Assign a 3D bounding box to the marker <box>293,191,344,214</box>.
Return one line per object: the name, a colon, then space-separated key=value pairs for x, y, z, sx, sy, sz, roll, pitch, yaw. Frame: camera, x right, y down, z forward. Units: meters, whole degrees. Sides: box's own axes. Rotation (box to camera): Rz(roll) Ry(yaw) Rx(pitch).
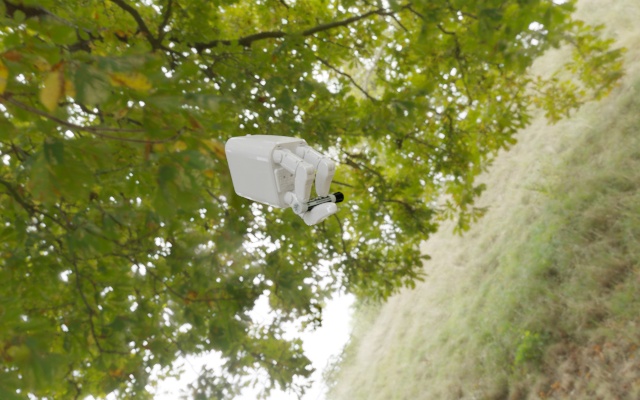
marker: x=0.000 y=0.003 z=0.772 sx=0.020 sy=0.020 sz=0.121 roll=0 pitch=9 yaw=37
